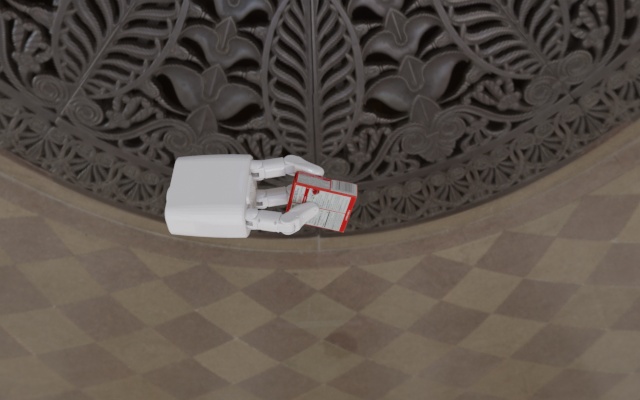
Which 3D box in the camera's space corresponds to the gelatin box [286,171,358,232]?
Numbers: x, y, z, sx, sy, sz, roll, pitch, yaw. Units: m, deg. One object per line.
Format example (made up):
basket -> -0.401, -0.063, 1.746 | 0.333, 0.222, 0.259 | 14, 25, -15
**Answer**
gelatin box -> 0.000, 0.003, 0.667 | 0.089, 0.073, 0.030 | 13, 42, -5
